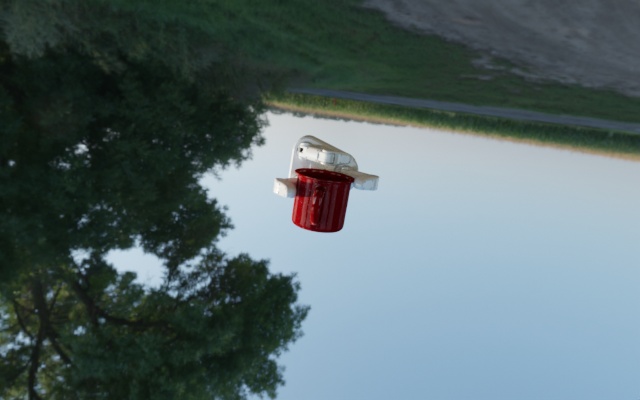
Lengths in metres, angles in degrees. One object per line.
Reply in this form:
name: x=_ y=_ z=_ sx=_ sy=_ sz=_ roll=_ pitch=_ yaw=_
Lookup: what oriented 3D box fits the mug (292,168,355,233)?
mug: x=0.000 y=0.003 z=0.715 sx=0.093 sy=0.081 sz=0.117 roll=10 pitch=13 yaw=2
